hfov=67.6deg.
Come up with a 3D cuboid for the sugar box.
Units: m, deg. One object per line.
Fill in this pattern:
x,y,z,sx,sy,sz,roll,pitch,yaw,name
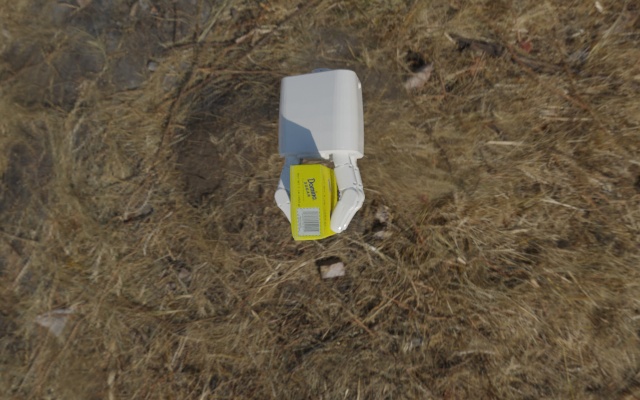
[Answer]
0.001,0.002,0.660,0.048,0.093,0.176,-1,0,13,sugar box
